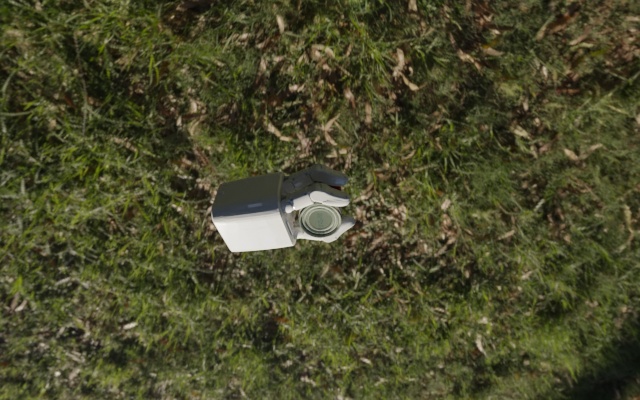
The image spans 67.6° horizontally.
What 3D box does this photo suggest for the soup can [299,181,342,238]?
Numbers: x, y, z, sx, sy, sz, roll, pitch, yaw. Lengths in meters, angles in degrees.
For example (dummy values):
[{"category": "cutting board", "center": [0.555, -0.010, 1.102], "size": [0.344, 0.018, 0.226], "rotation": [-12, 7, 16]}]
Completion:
[{"category": "soup can", "center": [0.001, 0.003, 0.755], "size": [0.068, 0.068, 0.102], "rotation": [0, 34, 1]}]
